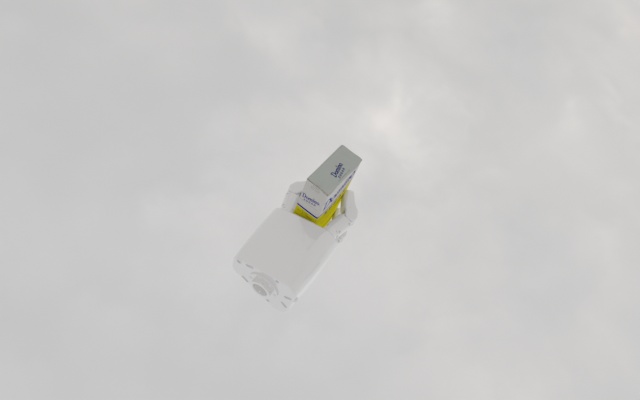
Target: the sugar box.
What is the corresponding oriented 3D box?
[{"bbox_3d":[0.000,0.003,0.740,0.093,0.048,0.176,-46,-9,-34],"label":"sugar box"}]
